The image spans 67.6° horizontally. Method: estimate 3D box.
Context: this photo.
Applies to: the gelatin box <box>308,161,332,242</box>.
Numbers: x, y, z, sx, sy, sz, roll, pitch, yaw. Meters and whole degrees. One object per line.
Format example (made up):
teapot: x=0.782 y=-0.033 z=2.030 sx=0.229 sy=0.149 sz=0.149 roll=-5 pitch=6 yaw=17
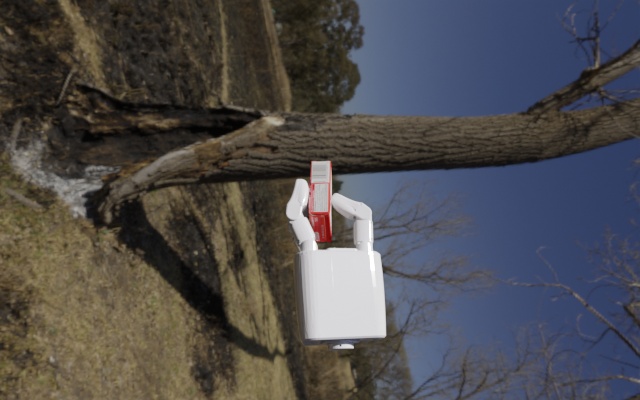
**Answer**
gelatin box: x=0.001 y=0.002 z=0.653 sx=0.030 sy=0.089 sz=0.073 roll=0 pitch=-34 yaw=3
